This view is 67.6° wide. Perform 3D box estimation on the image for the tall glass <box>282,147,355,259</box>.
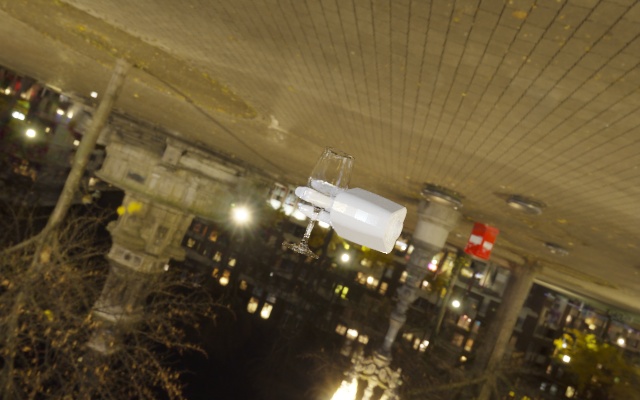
[{"bbox_3d":[0.000,0.004,0.897,0.079,0.201,0.079,22,-1,1],"label":"tall glass"}]
